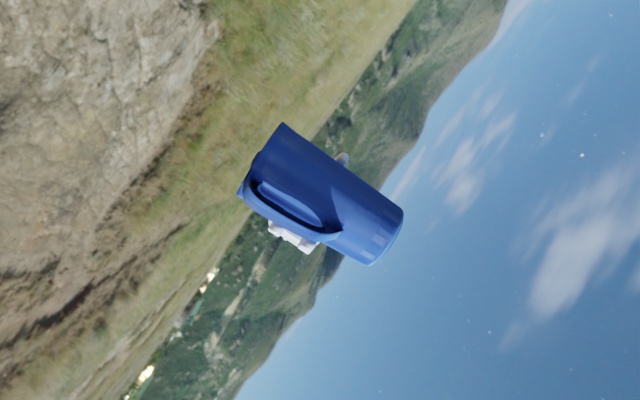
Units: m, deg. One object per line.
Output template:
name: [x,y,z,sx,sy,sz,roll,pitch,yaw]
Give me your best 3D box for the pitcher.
pitcher: [0.000,0.002,0.732,0.243,0.149,0.145,32,-14,-4]
